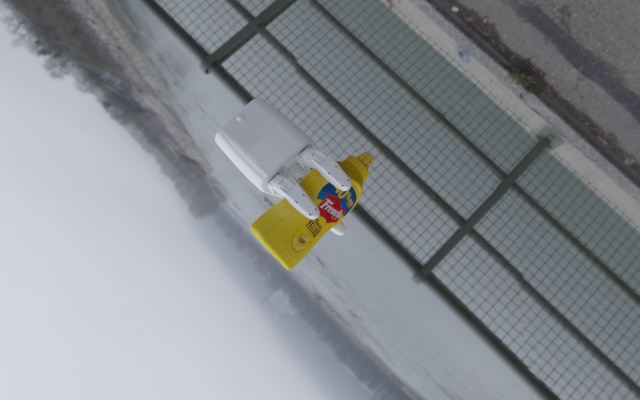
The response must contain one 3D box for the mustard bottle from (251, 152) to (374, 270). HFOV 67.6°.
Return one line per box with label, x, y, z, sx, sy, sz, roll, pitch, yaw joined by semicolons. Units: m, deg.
mustard bottle;0.000;0.003;0.651;0.058;0.191;0.096;38;-13;40
